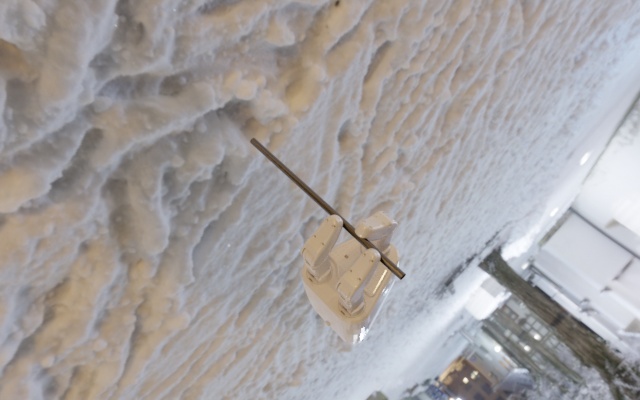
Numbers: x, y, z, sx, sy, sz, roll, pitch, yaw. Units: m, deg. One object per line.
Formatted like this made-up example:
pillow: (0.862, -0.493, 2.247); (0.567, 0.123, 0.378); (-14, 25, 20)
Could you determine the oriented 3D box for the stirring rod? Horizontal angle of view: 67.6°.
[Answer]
stirring rod: (0.000, 0.002, 0.517); (0.239, 0.011, 0.011); (42, 21, 25)
